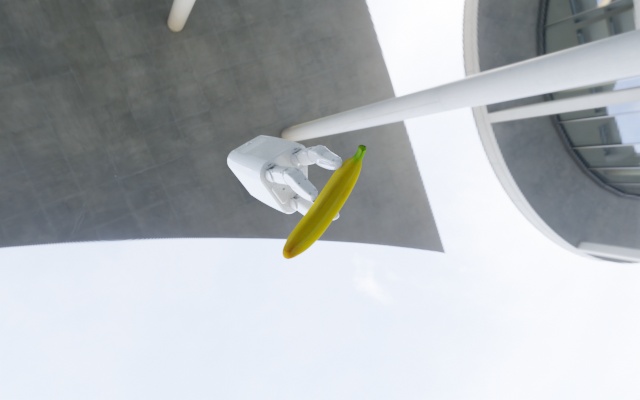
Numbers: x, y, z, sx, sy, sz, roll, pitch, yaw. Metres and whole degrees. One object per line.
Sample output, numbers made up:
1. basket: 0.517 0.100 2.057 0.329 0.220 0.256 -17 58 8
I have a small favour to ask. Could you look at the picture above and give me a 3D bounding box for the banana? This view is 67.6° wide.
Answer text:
1. banana: 0.005 0.007 0.696 0.037 0.197 0.070 28 -15 20
